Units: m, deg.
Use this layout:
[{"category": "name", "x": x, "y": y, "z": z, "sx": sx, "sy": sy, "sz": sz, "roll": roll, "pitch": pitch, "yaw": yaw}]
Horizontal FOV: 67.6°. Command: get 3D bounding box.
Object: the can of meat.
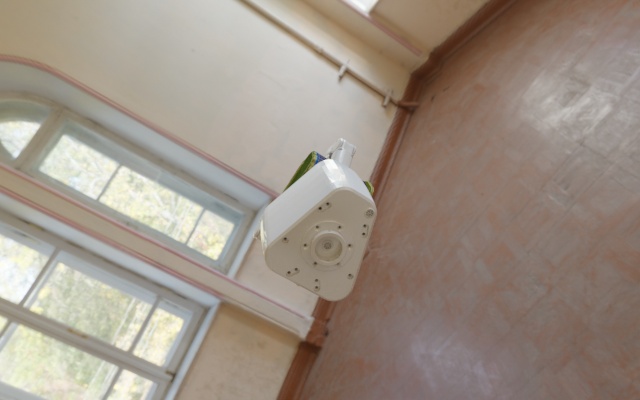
[{"category": "can of meat", "x": 0.000, "y": 0.002, "z": 0.580, "sx": 0.084, "sy": 0.102, "sz": 0.057, "roll": 30, "pitch": 14, "yaw": -14}]
